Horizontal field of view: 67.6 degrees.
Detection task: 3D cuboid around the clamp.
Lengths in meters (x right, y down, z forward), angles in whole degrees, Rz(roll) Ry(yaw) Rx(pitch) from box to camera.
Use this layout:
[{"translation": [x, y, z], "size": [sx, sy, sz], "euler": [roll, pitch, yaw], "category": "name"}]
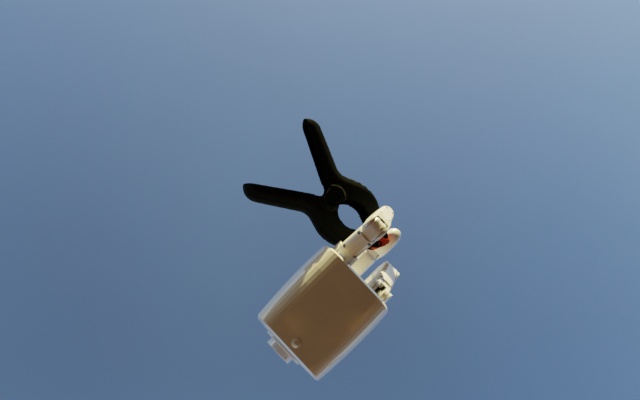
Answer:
[{"translation": [0.000, 0.002, 0.541], "size": [0.120, 0.171, 0.039], "euler": [-41, -3, -13], "category": "clamp"}]
